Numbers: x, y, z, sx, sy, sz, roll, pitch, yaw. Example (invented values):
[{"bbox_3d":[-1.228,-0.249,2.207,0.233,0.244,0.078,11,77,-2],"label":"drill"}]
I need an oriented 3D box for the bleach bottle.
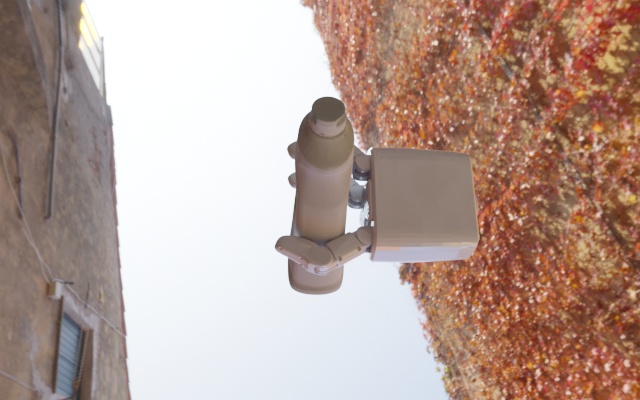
[{"bbox_3d":[0.000,0.002,0.487,0.068,0.102,0.251,1,-33,-3],"label":"bleach bottle"}]
